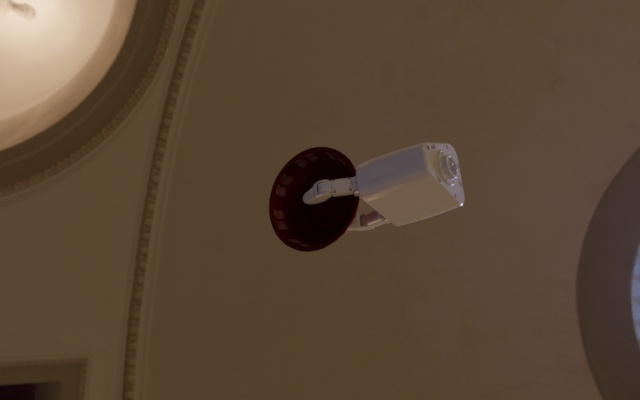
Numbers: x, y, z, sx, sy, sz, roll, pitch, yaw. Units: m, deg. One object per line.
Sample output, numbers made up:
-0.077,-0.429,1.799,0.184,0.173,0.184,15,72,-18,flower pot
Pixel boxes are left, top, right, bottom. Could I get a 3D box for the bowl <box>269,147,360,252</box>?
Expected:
-0.001,0.002,0.733,0.162,0.162,0.055,0,-14,33,bowl
